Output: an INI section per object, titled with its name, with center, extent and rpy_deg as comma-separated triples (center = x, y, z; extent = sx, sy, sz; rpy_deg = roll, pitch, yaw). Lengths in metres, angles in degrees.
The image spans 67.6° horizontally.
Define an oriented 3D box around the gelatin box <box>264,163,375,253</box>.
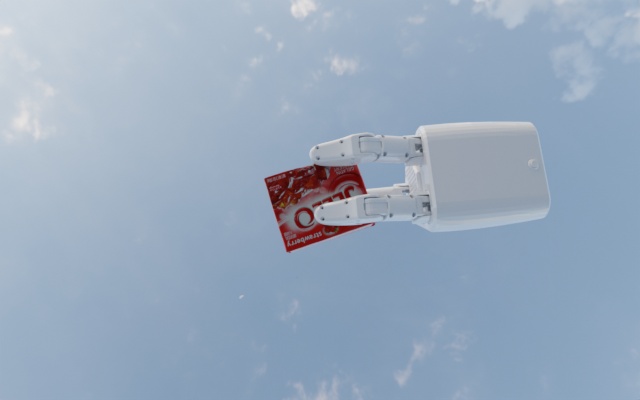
[gelatin box]
center = 0.000, 0.002, 0.449
extent = 0.089, 0.073, 0.030
rpy_deg = -18, -9, -1
